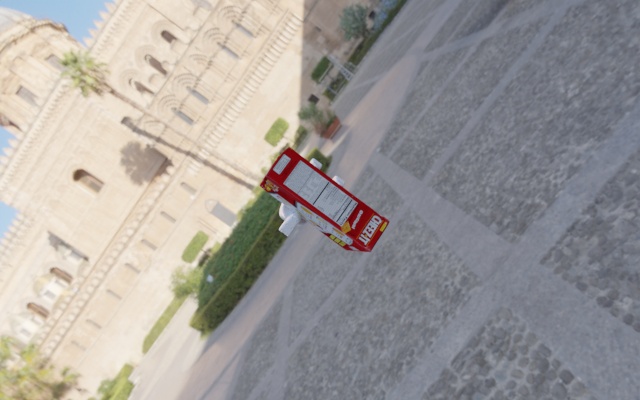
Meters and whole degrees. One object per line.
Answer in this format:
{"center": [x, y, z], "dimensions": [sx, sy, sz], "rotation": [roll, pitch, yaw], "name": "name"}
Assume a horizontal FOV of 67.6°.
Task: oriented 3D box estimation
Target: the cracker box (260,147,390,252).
{"center": [0.000, 0.003, 0.848], "dimensions": [0.214, 0.072, 0.164], "rotation": [36, -10, -6], "name": "cracker box"}
